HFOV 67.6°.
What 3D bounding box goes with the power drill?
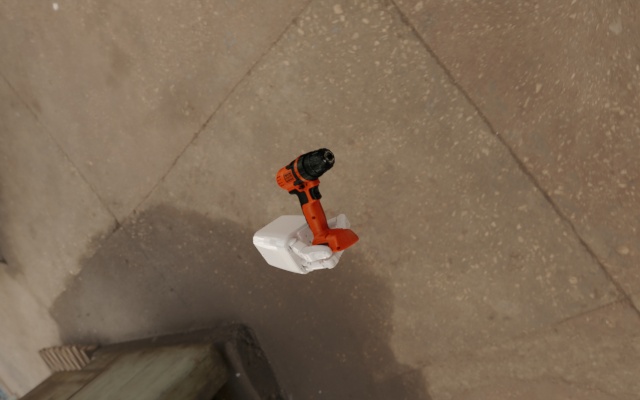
[{"bbox_3d":[0.000,0.003,0.884,0.057,0.187,0.184,-25,3,-29],"label":"power drill"}]
